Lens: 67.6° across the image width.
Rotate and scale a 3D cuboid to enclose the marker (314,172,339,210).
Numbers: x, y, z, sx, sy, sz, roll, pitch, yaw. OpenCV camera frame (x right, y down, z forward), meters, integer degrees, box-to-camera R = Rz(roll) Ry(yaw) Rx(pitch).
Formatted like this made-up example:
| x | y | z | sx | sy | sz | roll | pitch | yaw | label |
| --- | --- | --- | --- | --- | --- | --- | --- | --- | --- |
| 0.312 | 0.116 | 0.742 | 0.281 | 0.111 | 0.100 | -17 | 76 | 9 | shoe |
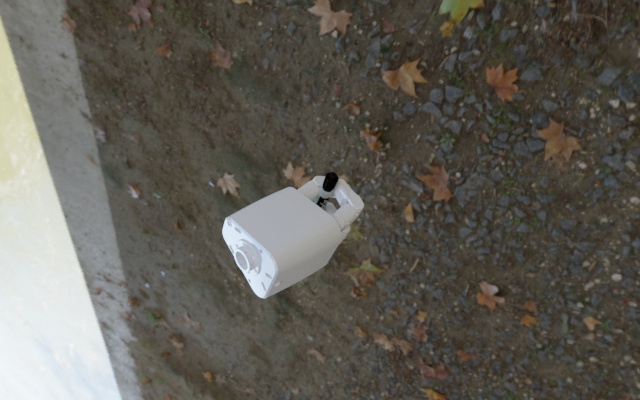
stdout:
| x | y | z | sx | sy | sz | roll | pitch | yaw | label |
| --- | --- | --- | --- | --- | --- | --- | --- | --- | --- |
| 0.000 | 0.002 | 0.688 | 0.020 | 0.020 | 0.121 | 0 | -38 | -22 | marker |
